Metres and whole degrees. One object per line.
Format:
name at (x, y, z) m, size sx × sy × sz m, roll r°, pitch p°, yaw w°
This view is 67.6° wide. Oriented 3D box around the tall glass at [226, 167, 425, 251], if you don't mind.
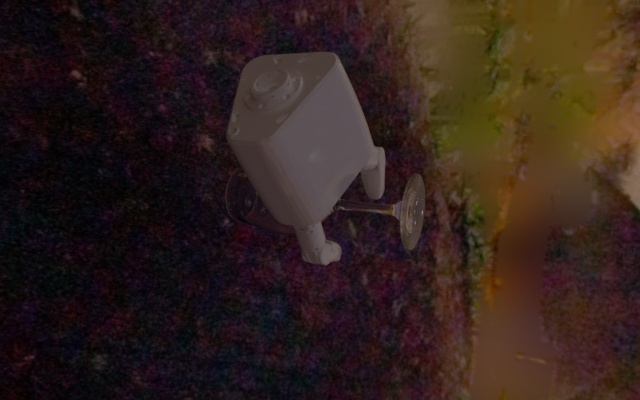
tall glass at (0.001, 0.002, 0.495) m, size 0.201 × 0.079 × 0.079 m, roll 6°, pitch 2°, yaw 27°
